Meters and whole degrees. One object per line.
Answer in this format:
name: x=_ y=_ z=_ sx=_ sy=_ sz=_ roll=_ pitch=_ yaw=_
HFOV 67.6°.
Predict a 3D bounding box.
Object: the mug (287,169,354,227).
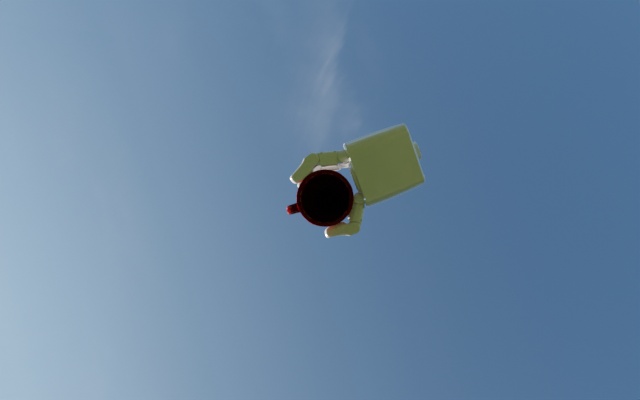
mug: x=-0.001 y=0.003 z=0.808 sx=0.117 sy=0.093 sz=0.081 roll=-19 pitch=-6 yaw=5
